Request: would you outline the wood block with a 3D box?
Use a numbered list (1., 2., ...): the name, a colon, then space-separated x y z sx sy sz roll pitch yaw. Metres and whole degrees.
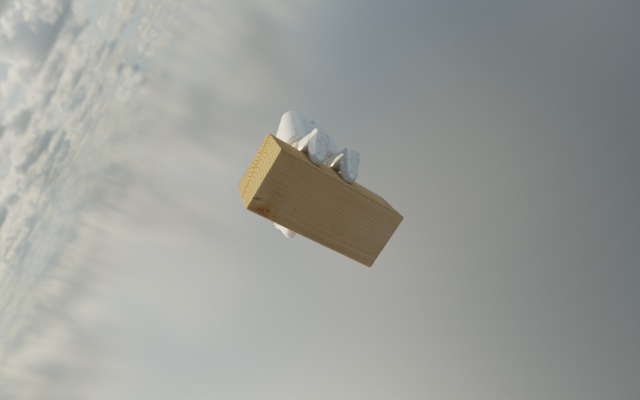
1. wood block: 0.000 0.002 0.669 0.206 0.091 0.090 27 12 -25
